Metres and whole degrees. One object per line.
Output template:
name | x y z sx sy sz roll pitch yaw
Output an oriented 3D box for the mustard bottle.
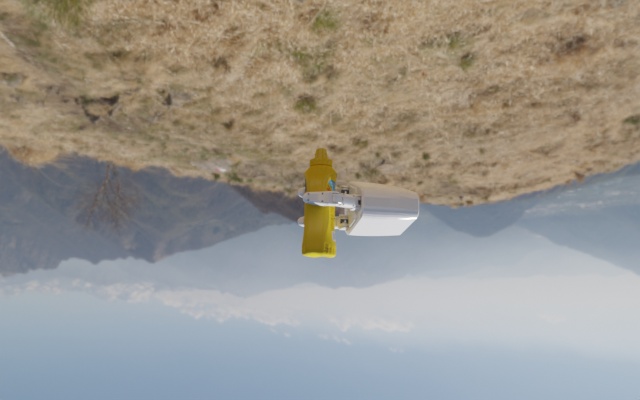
mustard bottle | 0.000 0.003 0.838 0.058 0.191 0.096 0 -9 12
